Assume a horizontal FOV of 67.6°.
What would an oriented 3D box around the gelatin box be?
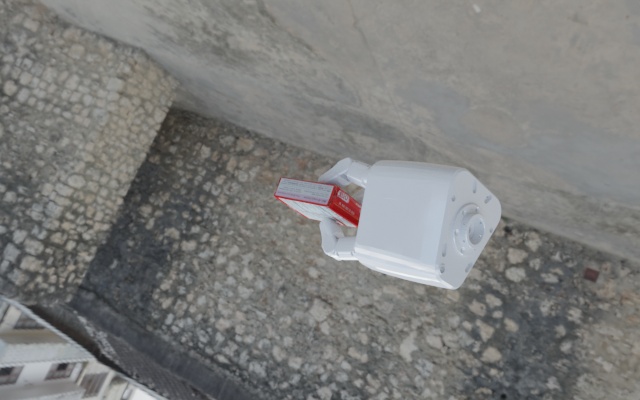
[{"bbox_3d":[0.000,0.002,0.579,0.089,0.030,0.073,9,-17,38],"label":"gelatin box"}]
